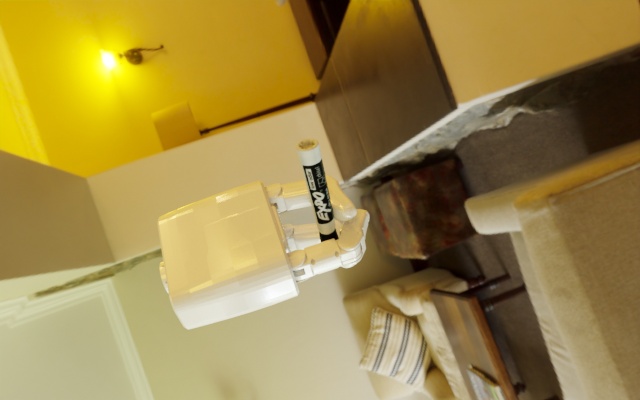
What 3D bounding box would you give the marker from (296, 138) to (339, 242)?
[{"bbox_3d":[0.000,0.001,0.420,0.020,0.121,0.020,-8,38,6],"label":"marker"}]
